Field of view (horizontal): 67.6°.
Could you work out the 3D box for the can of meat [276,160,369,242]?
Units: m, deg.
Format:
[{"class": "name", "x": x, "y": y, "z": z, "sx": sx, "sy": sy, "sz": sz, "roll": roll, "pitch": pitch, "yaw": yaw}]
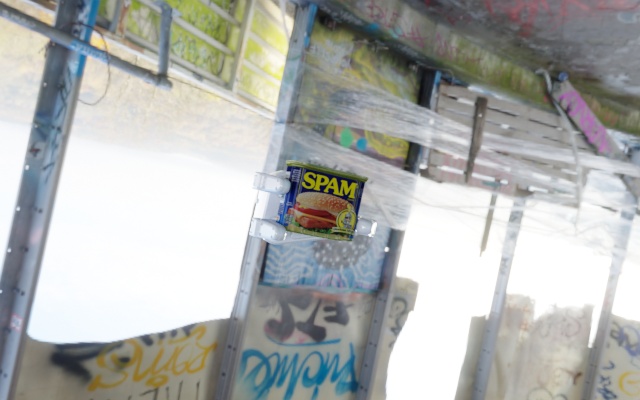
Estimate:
[{"class": "can of meat", "x": 0.000, "y": 0.002, "z": 0.591, "sx": 0.102, "sy": 0.084, "sz": 0.057, "roll": 12, "pitch": 0, "yaw": -18}]
